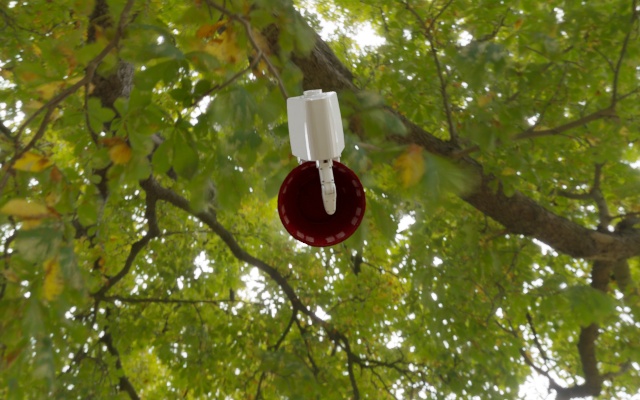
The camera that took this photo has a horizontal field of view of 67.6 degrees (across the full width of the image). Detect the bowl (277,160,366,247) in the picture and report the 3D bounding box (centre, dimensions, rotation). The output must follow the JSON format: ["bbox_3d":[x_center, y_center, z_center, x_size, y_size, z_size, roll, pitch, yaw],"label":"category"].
[{"bbox_3d":[0.000,0.004,0.887,0.162,0.162,0.055,0,5,-6],"label":"bowl"}]
